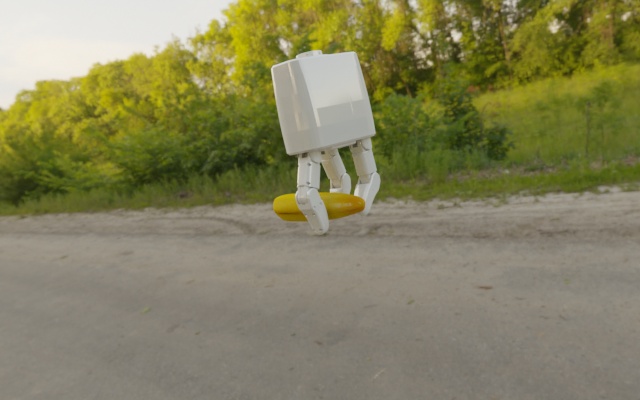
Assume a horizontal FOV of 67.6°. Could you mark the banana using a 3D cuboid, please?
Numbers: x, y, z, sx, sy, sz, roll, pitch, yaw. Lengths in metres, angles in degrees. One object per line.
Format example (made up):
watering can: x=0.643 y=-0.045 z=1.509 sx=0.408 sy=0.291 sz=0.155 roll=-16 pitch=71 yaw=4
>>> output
banana: x=-0.018 y=0.006 z=0.639 sx=0.069 sy=0.037 sz=0.198 roll=-15 pitch=6 yaw=-25
